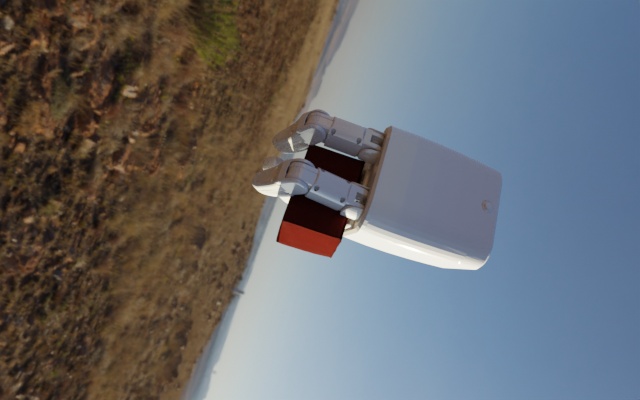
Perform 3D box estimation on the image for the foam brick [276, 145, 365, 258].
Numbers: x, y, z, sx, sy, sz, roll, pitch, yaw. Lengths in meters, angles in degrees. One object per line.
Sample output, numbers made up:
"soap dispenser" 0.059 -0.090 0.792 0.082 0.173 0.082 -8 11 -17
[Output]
"foam brick" 0.000 0.002 0.410 0.051 0.078 0.053 19 -25 -2
